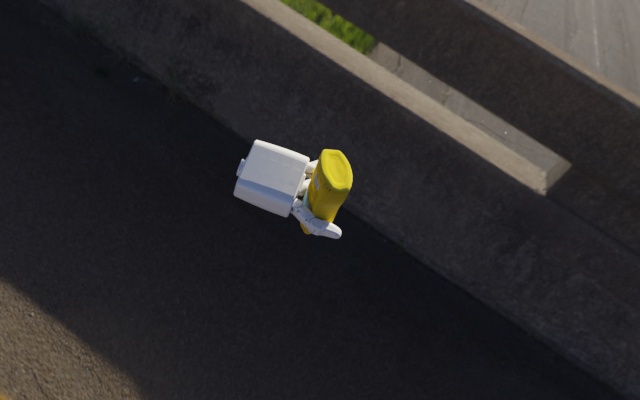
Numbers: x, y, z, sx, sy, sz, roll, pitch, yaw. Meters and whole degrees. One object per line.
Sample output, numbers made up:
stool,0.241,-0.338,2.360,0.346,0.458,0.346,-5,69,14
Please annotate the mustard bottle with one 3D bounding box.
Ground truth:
mustard bottle,0.001,0.003,0.875,0.058,0.096,0.192,1,-37,-20
